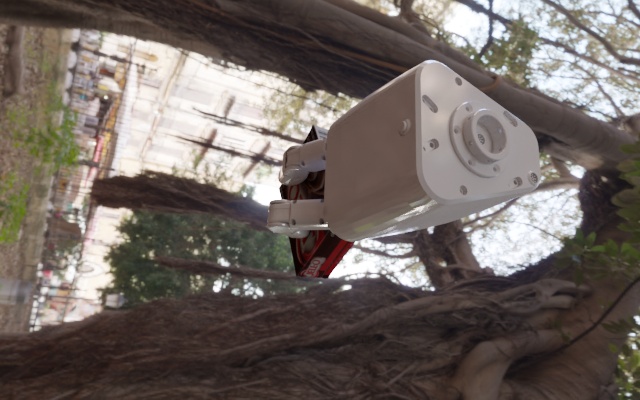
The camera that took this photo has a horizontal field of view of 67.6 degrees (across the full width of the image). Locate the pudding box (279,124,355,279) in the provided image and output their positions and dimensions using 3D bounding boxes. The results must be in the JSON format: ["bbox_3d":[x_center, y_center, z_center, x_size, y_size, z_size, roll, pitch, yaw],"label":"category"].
[{"bbox_3d":[0.000,0.001,0.440,0.039,0.113,0.090,11,-47,-25],"label":"pudding box"}]
